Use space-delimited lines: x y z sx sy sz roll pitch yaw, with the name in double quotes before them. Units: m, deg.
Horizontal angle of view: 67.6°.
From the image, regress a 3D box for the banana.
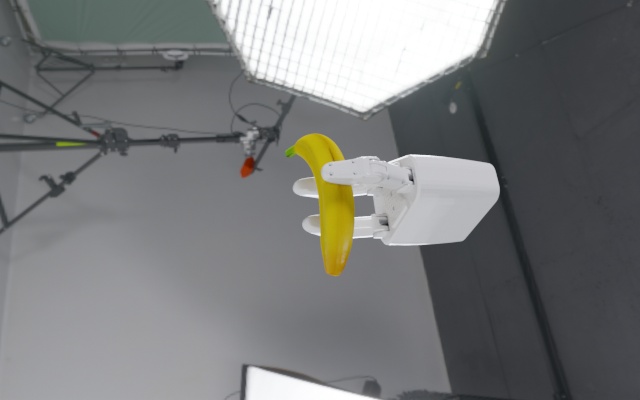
"banana" 0.006 -0.014 0.513 0.037 0.070 0.197 7 41 -25
